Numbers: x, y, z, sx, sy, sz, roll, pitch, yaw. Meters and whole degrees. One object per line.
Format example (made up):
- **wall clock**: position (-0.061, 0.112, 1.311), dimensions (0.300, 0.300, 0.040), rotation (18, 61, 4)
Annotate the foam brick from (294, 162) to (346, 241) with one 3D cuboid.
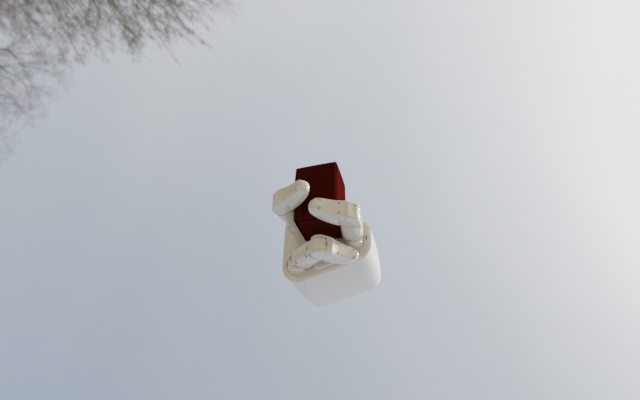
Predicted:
- **foam brick**: position (0.000, 0.002, 0.578), dimensions (0.053, 0.078, 0.051), rotation (-7, -33, 14)
